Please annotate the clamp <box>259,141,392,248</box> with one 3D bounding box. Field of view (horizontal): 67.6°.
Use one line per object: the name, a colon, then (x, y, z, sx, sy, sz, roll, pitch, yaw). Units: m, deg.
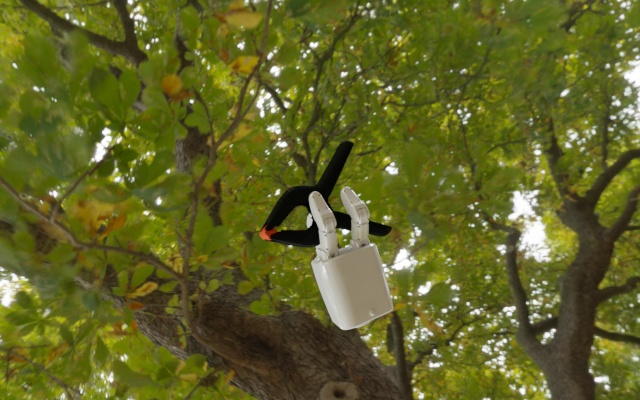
clamp: (-0.001, 0.003, 0.732, 0.210, 0.164, 0.036, -17, -4, -27)
